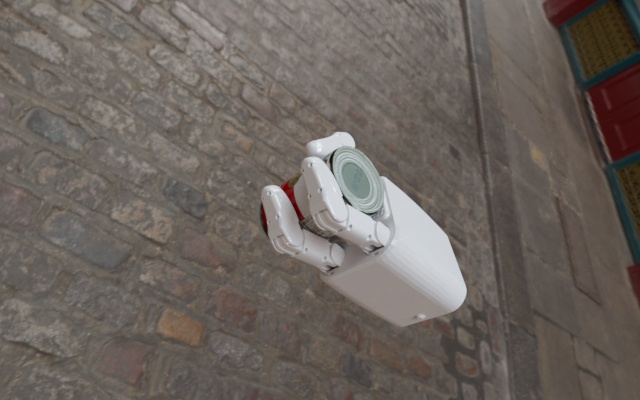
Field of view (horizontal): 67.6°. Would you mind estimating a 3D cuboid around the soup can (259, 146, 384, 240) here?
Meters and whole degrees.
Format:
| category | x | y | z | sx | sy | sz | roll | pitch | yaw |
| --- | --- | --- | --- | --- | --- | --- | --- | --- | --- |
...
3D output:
| category | x | y | z | sx | sy | sz | roll | pitch | yaw |
| --- | --- | --- | --- | --- | --- | --- | --- | --- | --- |
| soup can | 0.000 | 0.001 | 0.445 | 0.068 | 0.068 | 0.102 | 0 | -23 | -47 |
